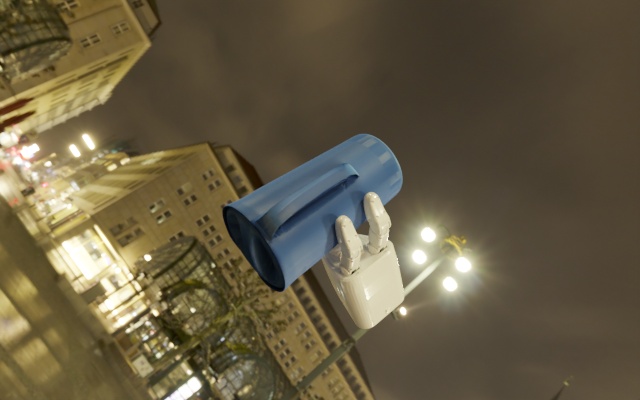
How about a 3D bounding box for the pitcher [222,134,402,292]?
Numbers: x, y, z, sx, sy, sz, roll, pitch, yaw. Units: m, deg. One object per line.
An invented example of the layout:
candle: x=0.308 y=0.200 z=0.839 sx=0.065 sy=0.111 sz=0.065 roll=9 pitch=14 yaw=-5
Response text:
pitcher: x=0.000 y=0.002 z=0.656 sx=0.242 sy=0.145 sz=0.149 roll=-35 pitch=34 yaw=-25
